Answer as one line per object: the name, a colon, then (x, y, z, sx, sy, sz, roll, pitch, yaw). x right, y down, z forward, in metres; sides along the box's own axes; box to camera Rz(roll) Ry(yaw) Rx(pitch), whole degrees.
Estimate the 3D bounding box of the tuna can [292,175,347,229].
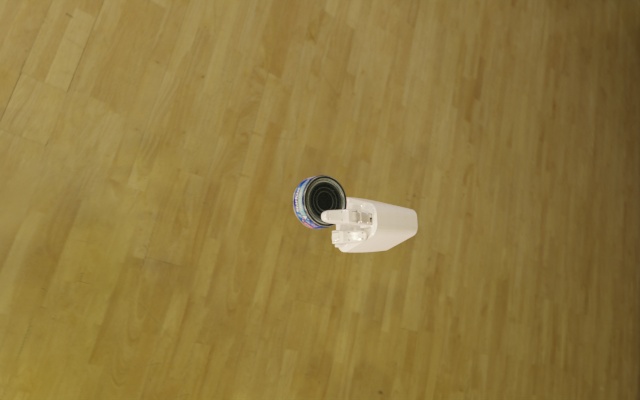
tuna can: (0.000, 0.002, 0.768, 0.086, 0.086, 0.034, 0, -6, -33)
